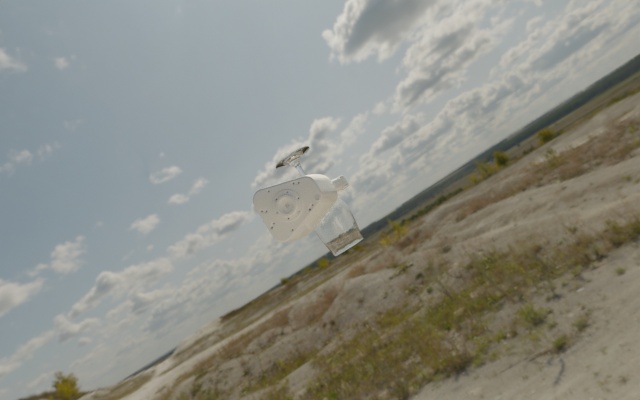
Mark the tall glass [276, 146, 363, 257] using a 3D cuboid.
[{"bbox_3d":[0.000,0.002,0.882,0.079,0.201,0.079,-32,-5,-3],"label":"tall glass"}]
